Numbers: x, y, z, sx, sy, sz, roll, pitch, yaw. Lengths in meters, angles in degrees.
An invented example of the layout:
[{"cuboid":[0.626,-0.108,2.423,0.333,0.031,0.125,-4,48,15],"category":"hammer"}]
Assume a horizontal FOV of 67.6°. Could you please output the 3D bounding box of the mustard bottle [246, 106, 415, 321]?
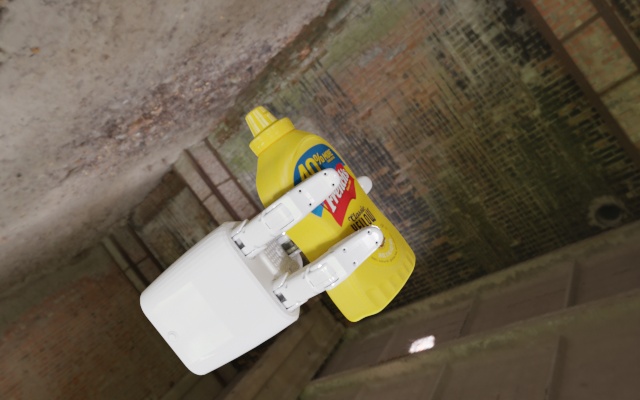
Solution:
[{"cuboid":[0.000,0.001,0.410,0.058,0.191,0.096,-34,4,41],"category":"mustard bottle"}]
